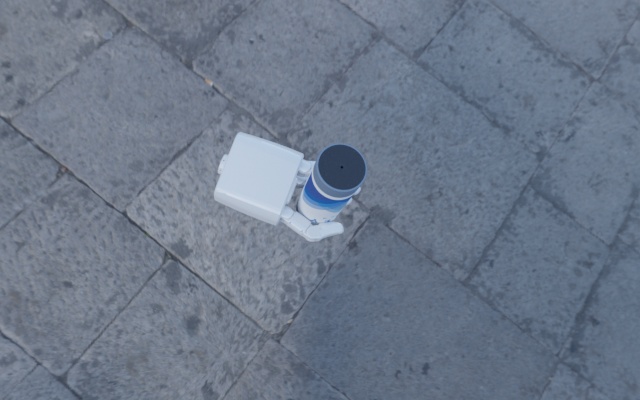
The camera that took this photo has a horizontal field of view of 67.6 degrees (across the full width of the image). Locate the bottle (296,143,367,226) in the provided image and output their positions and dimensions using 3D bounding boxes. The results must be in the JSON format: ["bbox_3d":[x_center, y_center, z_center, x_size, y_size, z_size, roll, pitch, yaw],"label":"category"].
[{"bbox_3d":[0.000,0.002,0.740,0.069,0.069,0.296,0,-18,-11],"label":"bottle"}]
